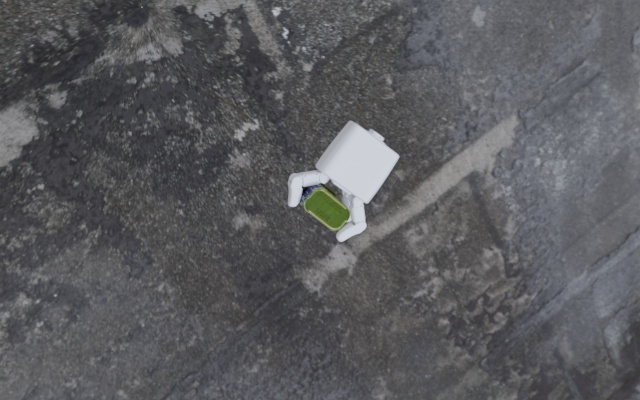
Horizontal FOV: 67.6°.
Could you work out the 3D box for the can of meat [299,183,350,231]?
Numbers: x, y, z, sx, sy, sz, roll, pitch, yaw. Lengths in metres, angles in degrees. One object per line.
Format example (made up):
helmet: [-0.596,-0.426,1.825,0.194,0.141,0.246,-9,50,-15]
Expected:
can of meat: [0.000,0.003,0.895,0.102,0.057,0.084,38,4,-29]
